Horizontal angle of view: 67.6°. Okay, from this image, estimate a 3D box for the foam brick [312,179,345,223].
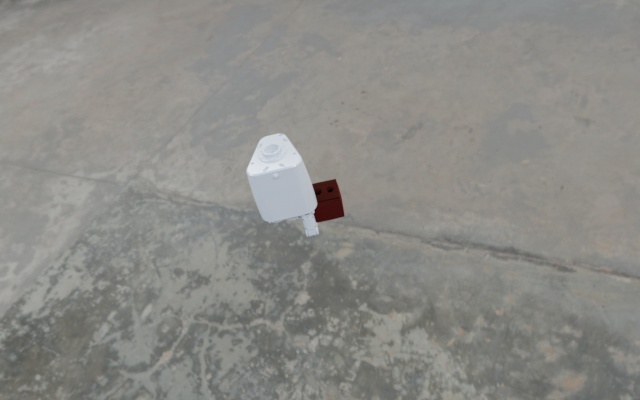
[{"bbox_3d":[0.000,0.003,0.869,0.078,0.051,0.053,-13,41,3],"label":"foam brick"}]
